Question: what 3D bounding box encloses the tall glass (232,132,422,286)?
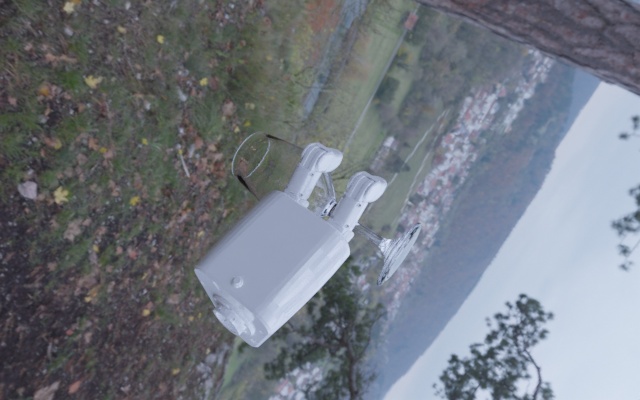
[{"bbox_3d":[0.001,0.002,0.501,0.201,0.079,0.079,34,13,20],"label":"tall glass"}]
